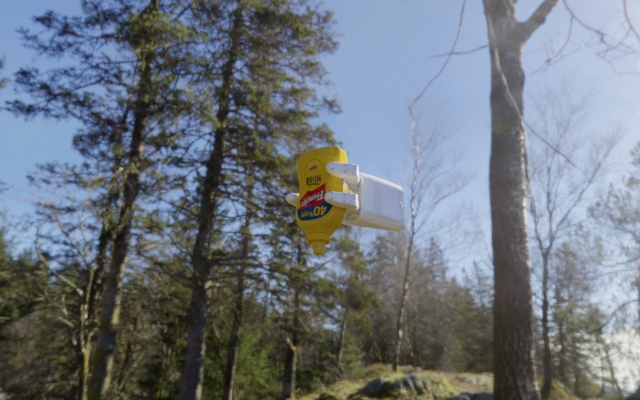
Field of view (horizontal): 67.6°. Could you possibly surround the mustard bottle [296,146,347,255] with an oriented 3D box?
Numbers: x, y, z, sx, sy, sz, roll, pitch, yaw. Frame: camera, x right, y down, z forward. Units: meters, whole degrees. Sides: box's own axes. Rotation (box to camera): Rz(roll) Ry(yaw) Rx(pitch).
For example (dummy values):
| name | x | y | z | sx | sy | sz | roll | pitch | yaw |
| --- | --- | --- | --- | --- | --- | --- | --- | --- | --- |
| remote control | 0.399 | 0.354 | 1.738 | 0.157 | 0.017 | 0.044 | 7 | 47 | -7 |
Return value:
| name | x | y | z | sx | sy | sz | roll | pitch | yaw |
| --- | --- | --- | --- | --- | --- | --- | --- | --- | --- |
| mustard bottle | 0.000 | 0.002 | 0.857 | 0.096 | 0.191 | 0.058 | -11 | -24 | 33 |
